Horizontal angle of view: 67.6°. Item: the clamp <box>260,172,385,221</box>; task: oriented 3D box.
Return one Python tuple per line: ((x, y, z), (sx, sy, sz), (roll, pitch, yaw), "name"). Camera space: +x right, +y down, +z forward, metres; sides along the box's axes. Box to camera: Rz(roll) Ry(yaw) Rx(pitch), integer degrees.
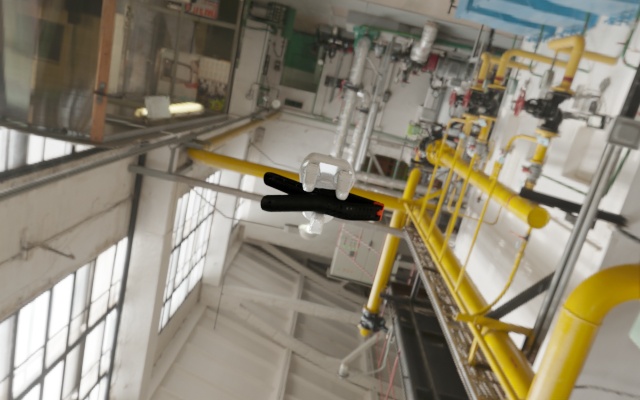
((0.000, 0.003, 0.766), (0.210, 0.036, 0.164), (13, 16, -2), "clamp")
